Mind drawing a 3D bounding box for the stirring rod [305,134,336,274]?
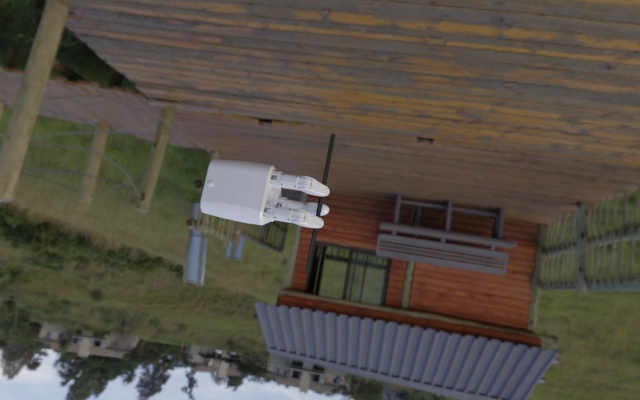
[{"bbox_3d":[0.000,0.003,0.797,0.011,0.239,0.011,10,-11,2],"label":"stirring rod"}]
